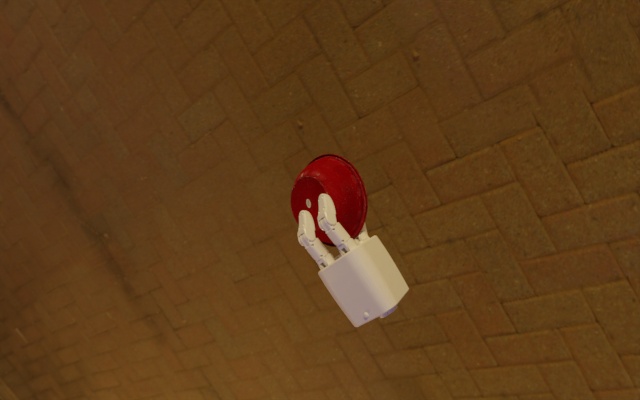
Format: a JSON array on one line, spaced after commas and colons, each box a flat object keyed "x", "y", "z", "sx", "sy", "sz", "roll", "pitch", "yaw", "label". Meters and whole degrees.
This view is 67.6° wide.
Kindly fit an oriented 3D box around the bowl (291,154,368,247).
[{"x": -0.001, "y": 0.002, "z": 0.806, "sx": 0.162, "sy": 0.162, "sz": 0.055, "roll": 0, "pitch": 6, "yaw": 44, "label": "bowl"}]
